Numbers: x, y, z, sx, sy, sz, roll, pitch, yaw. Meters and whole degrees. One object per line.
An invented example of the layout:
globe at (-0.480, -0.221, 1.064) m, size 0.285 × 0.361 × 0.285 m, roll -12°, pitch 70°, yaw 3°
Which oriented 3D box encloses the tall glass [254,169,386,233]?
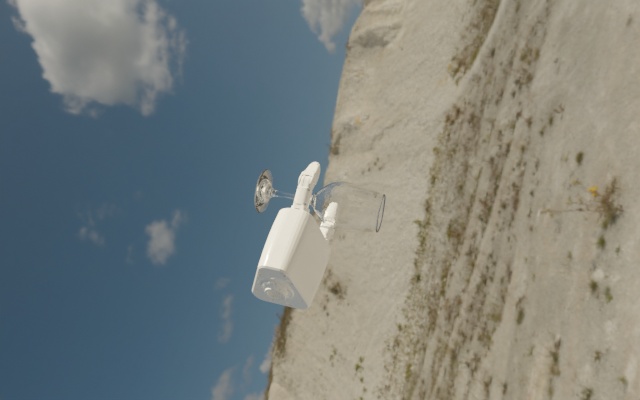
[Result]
tall glass at (-0.001, 0.002, 0.770) m, size 0.201 × 0.079 × 0.079 m, roll 10°, pitch 2°, yaw 13°
